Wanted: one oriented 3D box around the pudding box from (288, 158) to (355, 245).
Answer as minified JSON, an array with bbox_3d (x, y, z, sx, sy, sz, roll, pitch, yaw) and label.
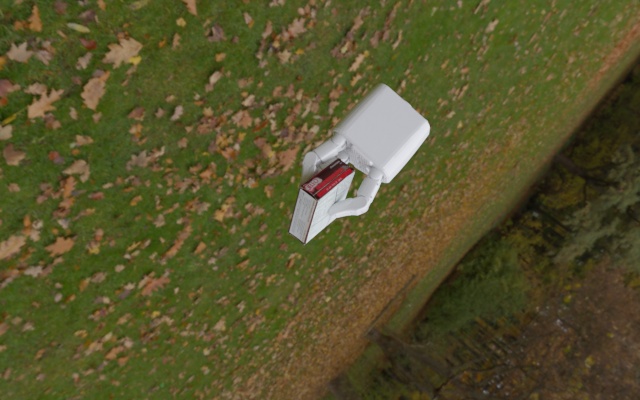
[{"bbox_3d":[0.000,0.002,0.713,0.039,0.114,0.090,38,51,19],"label":"pudding box"}]
